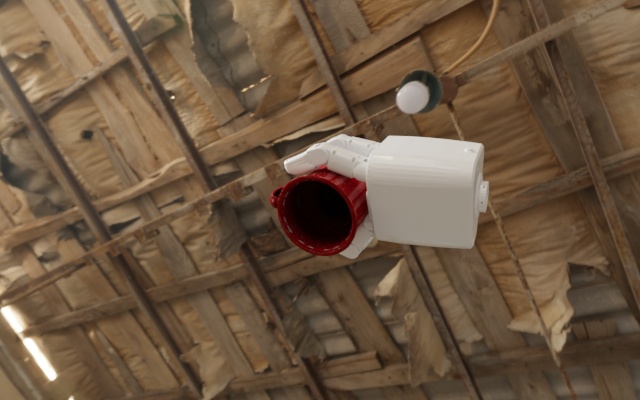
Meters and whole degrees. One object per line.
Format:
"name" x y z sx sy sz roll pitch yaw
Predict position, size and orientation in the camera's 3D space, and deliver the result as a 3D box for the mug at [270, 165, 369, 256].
"mug" -0.001 0.002 0.544 0.117 0.093 0.081 7 24 23
